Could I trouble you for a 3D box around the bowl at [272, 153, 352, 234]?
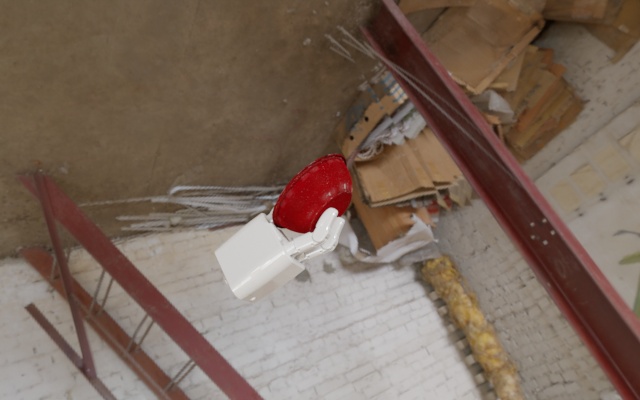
[{"bbox_3d":[0.001,0.002,0.781,0.055,0.162,0.162,44,21,23],"label":"bowl"}]
